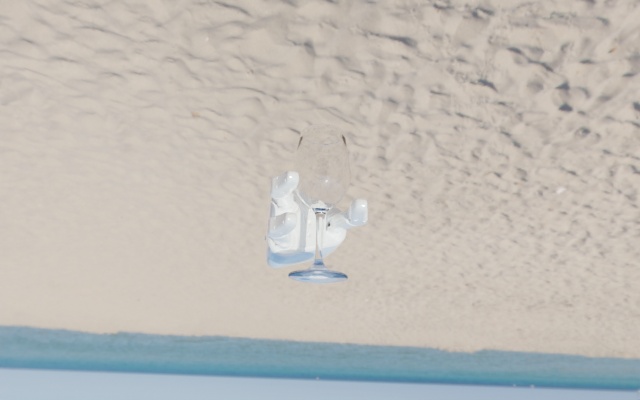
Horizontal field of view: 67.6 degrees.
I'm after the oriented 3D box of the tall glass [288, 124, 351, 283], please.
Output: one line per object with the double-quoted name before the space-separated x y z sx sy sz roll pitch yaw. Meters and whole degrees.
"tall glass" 0.000 0.003 0.624 0.079 0.201 0.079 2 -20 1
